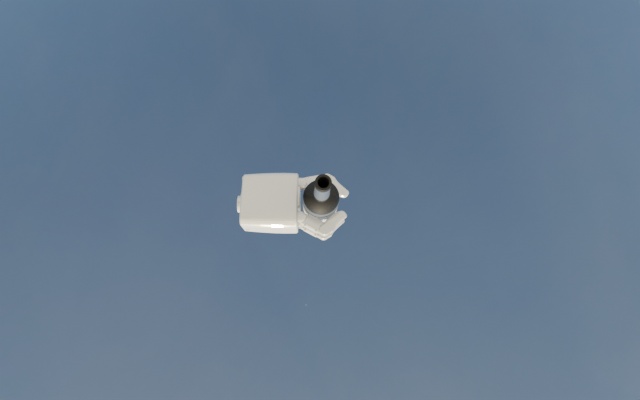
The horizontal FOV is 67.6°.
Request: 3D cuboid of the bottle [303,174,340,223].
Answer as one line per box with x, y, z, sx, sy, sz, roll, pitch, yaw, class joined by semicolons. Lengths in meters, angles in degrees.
0.000;0.003;0.891;0.069;0.069;0.296;0;-12;-2;bottle
